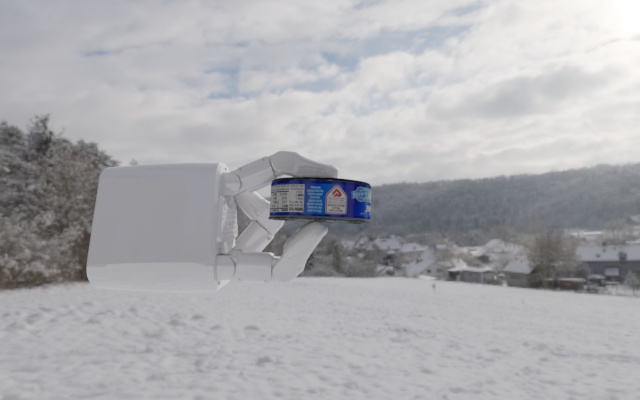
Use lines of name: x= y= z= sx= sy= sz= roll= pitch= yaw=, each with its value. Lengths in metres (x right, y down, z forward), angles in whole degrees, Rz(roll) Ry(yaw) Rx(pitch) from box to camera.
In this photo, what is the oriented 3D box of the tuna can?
tuna can: x=0.000 y=0.001 z=0.400 sx=0.086 sy=0.034 sz=0.086 roll=2 pitch=-4 yaw=0
